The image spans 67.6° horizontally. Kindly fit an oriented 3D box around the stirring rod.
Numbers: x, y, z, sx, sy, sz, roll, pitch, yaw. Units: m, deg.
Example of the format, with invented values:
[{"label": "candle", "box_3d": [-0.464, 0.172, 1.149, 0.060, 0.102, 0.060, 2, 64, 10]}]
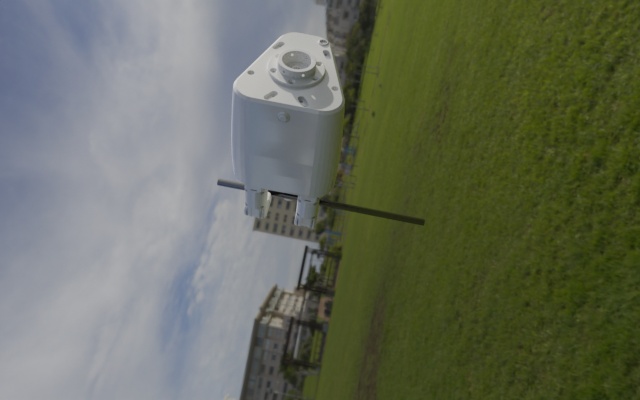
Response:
[{"label": "stirring rod", "box_3d": [0.000, 0.002, 0.547, 0.239, 0.011, 0.011, 11, 0, 1]}]
